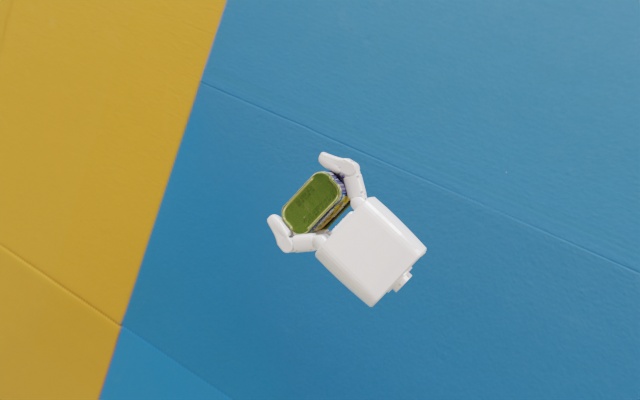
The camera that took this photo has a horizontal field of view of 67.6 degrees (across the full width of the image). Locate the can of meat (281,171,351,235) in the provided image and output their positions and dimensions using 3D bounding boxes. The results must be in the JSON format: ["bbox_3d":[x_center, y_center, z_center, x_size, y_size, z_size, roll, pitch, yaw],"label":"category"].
[{"bbox_3d":[0.000,0.002,0.698,0.102,0.057,0.084,-47,-12,17],"label":"can of meat"}]
